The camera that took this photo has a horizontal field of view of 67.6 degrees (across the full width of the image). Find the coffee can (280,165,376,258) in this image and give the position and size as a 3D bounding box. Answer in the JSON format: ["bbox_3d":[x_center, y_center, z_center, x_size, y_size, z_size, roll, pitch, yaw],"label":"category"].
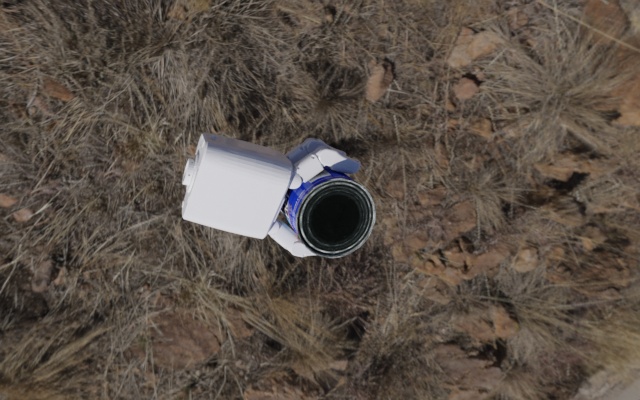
[{"bbox_3d":[0.000,0.002,0.639,0.103,0.103,0.140,0,17,-17],"label":"coffee can"}]
